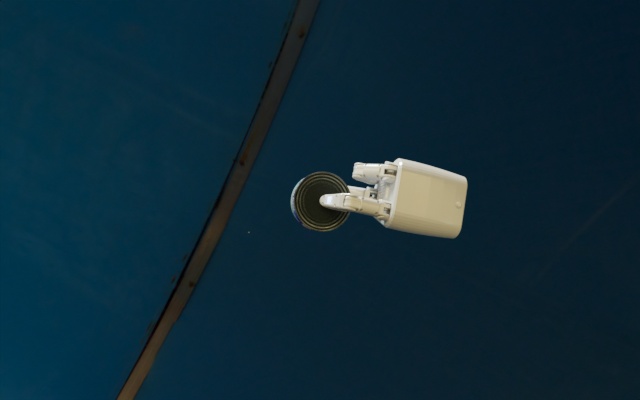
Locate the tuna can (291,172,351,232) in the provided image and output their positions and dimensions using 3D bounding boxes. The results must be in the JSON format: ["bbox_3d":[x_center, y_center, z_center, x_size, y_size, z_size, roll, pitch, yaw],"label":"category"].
[{"bbox_3d":[0.000,0.002,0.696,0.086,0.086,0.034,0,-2,-14],"label":"tuna can"}]
